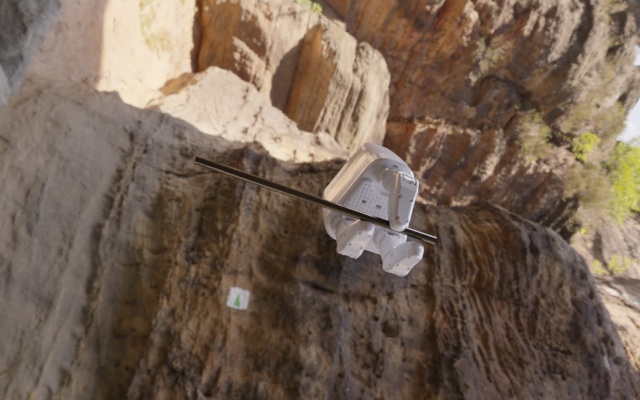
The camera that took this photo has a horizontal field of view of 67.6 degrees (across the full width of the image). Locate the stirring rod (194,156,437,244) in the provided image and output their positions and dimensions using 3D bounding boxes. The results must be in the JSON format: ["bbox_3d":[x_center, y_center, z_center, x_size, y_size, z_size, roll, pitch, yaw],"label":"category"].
[{"bbox_3d":[0.000,0.001,0.449,0.239,0.011,0.011,19,-3,-10],"label":"stirring rod"}]
